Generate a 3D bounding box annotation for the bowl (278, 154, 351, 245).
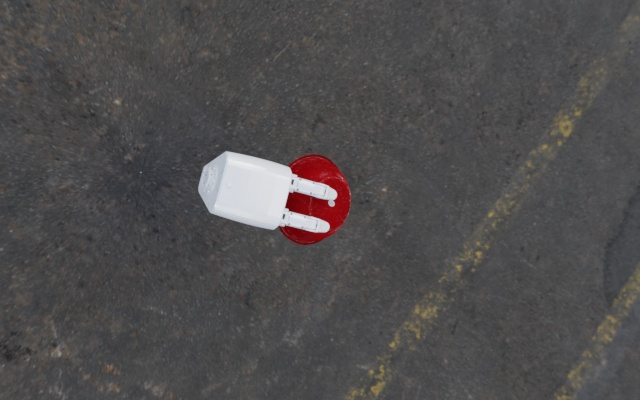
[{"bbox_3d":[0.001,0.003,0.821,0.162,0.162,0.055,0,8,-40],"label":"bowl"}]
